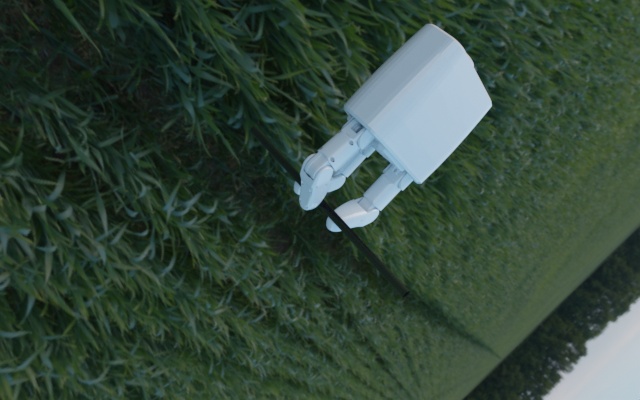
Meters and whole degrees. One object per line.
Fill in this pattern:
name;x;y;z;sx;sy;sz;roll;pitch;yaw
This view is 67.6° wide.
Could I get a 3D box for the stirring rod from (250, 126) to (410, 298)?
stirring rod;0.000;0.001;0.460;0.239;0.011;0.011;47;26;27
